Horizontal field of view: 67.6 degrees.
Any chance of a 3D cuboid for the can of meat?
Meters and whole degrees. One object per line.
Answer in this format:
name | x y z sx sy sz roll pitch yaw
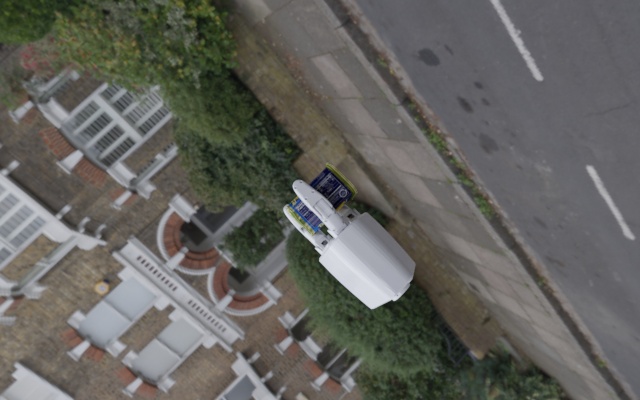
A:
can of meat | 0.000 0.002 0.665 0.057 0.084 0.102 45 -5 4
